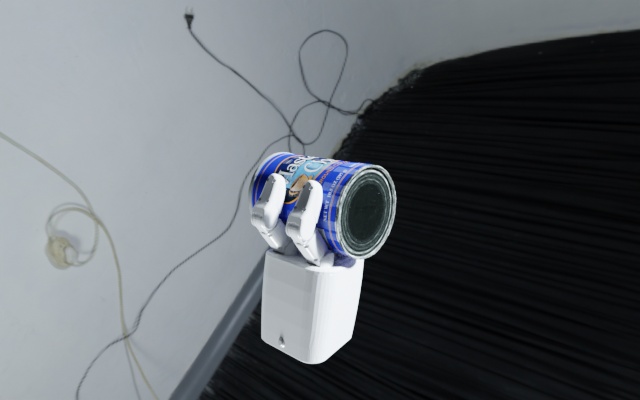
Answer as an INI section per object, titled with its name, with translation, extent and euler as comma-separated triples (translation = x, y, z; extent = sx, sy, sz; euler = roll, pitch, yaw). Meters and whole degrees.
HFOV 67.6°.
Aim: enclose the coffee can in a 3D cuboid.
[coffee can]
translation = 0.000, 0.002, 0.551
extent = 0.140, 0.103, 0.103
euler = 12, 8, 41
